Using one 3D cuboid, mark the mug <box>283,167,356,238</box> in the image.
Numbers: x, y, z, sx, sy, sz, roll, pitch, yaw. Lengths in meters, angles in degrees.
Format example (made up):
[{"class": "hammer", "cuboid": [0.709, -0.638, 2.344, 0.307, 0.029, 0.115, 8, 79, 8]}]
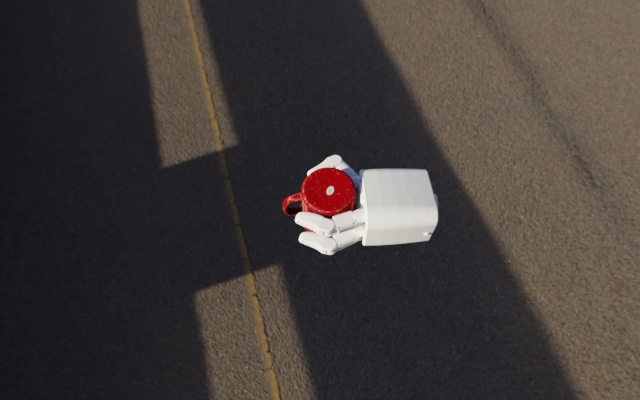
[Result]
[{"class": "mug", "cuboid": [-0.001, 0.002, 0.738, 0.117, 0.093, 0.081, -3, -28, -1]}]
